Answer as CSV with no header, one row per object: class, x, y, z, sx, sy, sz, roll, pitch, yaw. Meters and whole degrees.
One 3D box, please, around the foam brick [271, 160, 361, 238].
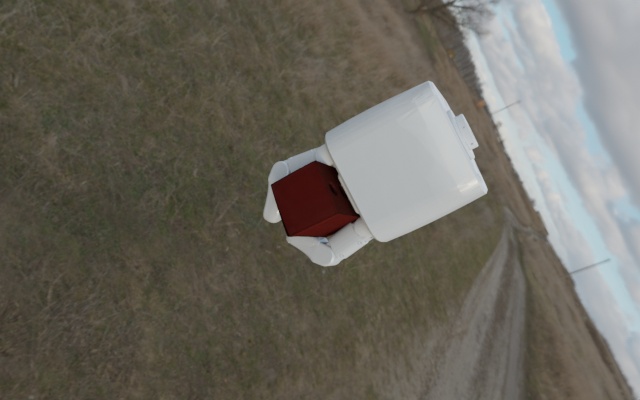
foam brick,0.000,0.002,0.444,0.051,0.053,0.078,-26,-15,21
